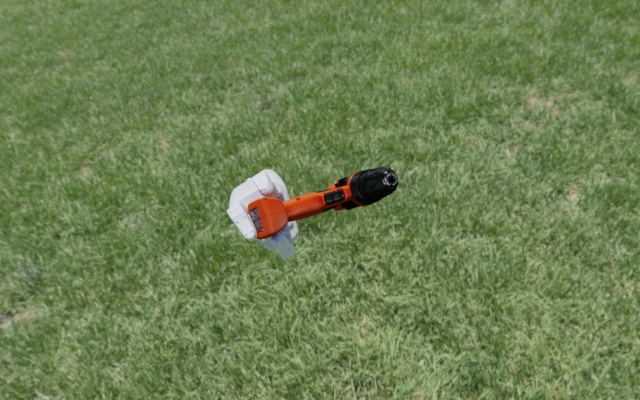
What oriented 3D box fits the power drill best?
[{"bbox_3d":[0.000,0.002,0.686,0.187,0.057,0.184,-15,-4,-23],"label":"power drill"}]
